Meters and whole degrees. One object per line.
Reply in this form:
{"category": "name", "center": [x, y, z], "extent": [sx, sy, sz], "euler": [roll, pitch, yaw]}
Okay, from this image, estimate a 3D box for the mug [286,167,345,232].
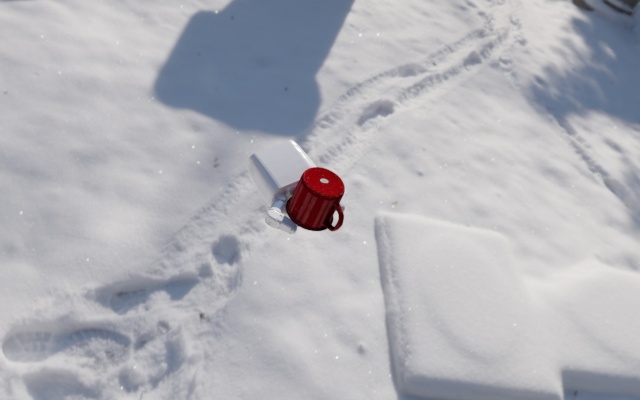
{"category": "mug", "center": [0.001, 0.004, 0.848], "extent": [0.093, 0.117, 0.081], "euler": [-16, -35, -38]}
